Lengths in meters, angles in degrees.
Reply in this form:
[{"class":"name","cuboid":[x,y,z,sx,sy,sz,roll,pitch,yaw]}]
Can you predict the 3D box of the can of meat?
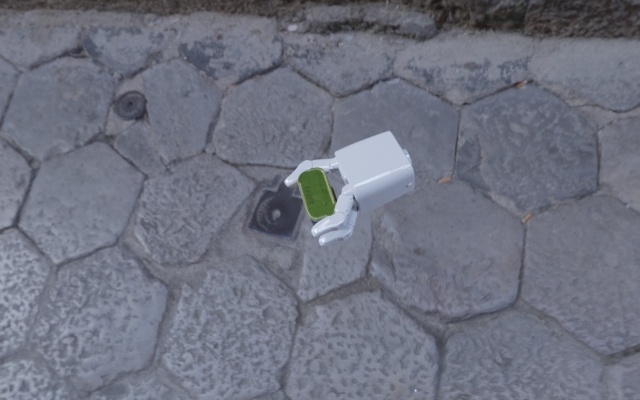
[{"class":"can of meat","cuboid":[0.000,0.003,0.833,0.057,0.102,0.084,-19,-24,2]}]
